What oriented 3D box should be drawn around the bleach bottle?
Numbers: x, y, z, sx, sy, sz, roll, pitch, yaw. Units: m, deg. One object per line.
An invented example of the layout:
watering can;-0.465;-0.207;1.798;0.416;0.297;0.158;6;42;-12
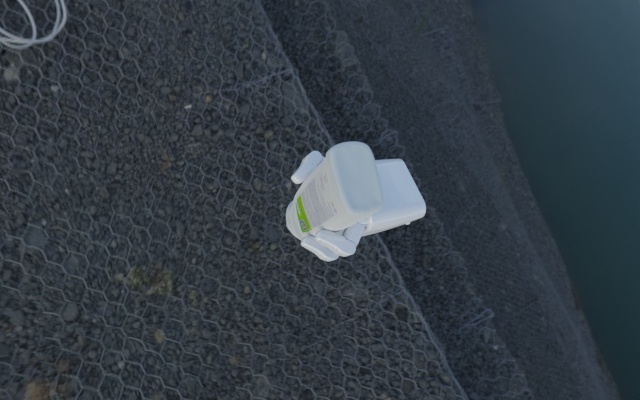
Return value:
bleach bottle;0.000;0.002;0.714;0.068;0.102;0.251;-10;-10;-25
